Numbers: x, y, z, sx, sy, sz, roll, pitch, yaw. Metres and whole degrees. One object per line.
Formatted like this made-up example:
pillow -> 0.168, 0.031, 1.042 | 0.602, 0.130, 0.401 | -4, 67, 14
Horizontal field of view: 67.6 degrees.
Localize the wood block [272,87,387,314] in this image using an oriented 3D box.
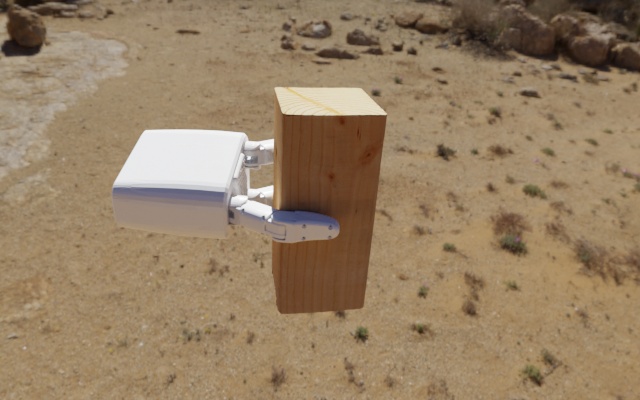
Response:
wood block -> 0.000, 0.002, 0.474 | 0.090, 0.206, 0.090 | -2, 28, -10
